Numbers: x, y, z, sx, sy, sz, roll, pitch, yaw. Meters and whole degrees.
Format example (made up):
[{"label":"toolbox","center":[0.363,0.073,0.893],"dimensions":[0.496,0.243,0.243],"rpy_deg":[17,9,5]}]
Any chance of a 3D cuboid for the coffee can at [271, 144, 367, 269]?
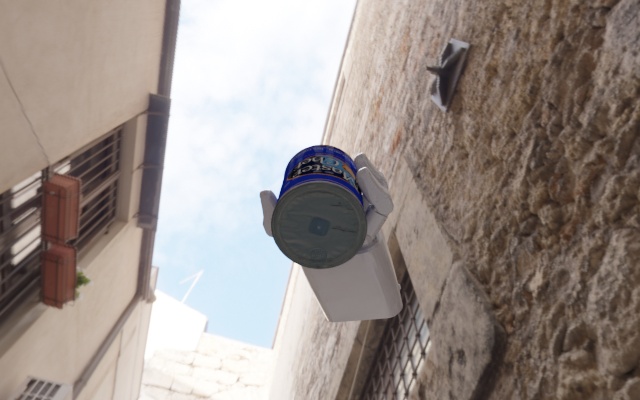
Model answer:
[{"label":"coffee can","center":[0.000,0.002,0.568],"dimensions":[0.103,0.103,0.140],"rpy_deg":[0,23,1]}]
